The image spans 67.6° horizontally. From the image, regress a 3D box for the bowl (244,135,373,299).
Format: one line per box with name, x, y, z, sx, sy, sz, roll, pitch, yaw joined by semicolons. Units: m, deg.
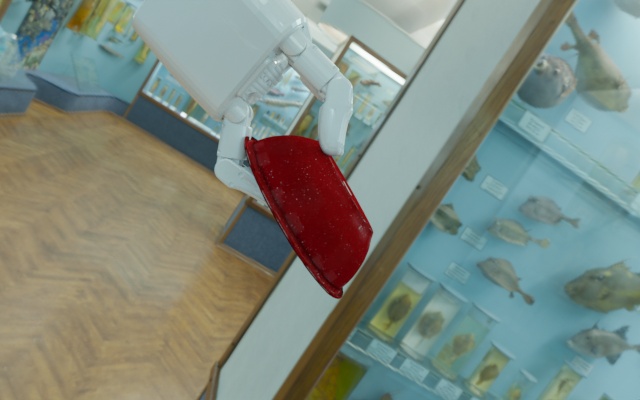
bowl;0.001;0.002;0.415;0.055;0.162;0.162;-30;-3;5
